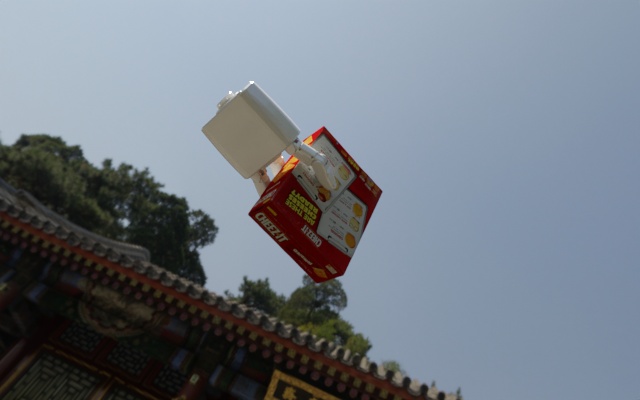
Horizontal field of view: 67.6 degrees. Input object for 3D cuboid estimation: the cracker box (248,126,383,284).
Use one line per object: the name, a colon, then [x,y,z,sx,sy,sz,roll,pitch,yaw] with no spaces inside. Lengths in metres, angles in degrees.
cracker box: [0.000,0.002,0.788,0.072,0.164,0.213,-29,21,42]
